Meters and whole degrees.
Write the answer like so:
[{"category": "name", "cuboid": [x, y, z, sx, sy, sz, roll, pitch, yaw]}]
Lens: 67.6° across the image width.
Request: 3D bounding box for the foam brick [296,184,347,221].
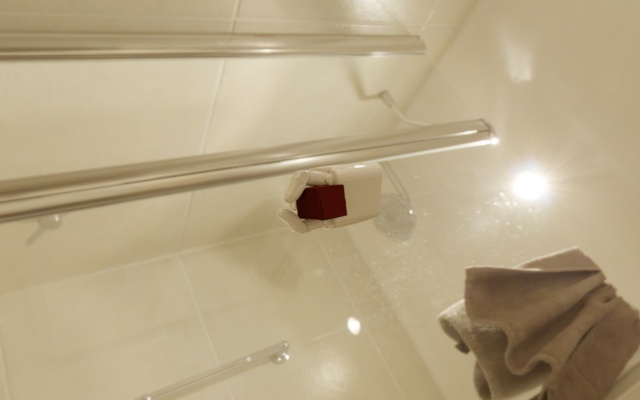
[{"category": "foam brick", "cuboid": [0.000, 0.003, 0.784, 0.051, 0.053, 0.078, -9, 6, -32]}]
